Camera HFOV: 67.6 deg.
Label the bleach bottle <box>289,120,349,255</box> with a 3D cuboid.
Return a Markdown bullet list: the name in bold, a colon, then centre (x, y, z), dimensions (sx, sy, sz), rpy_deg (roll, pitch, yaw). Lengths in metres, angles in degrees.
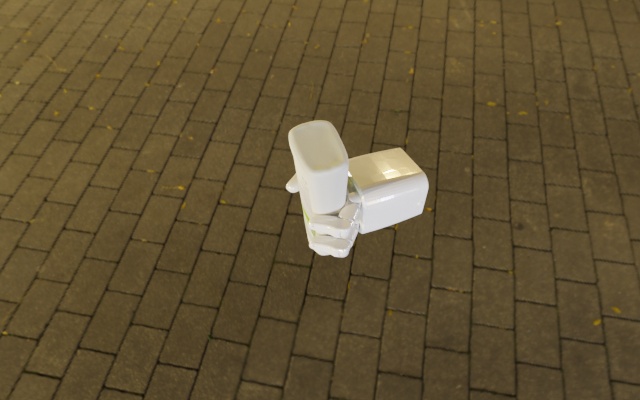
- **bleach bottle**: centre (0.000, 0.002, 0.733), dimensions (0.068, 0.102, 0.251), rpy_deg (-16, -35, -10)
